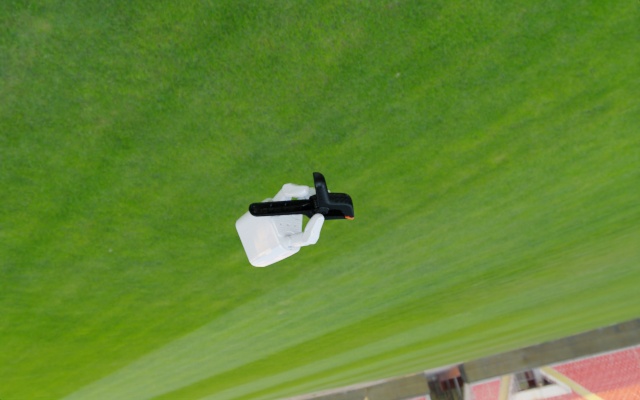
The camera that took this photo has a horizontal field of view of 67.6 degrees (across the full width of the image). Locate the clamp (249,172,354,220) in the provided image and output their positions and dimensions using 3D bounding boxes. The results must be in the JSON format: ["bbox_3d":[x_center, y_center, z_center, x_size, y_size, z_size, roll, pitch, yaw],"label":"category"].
[{"bbox_3d":[0.000,0.004,0.859,0.210,0.036,0.164,10,-28,-43],"label":"clamp"}]
